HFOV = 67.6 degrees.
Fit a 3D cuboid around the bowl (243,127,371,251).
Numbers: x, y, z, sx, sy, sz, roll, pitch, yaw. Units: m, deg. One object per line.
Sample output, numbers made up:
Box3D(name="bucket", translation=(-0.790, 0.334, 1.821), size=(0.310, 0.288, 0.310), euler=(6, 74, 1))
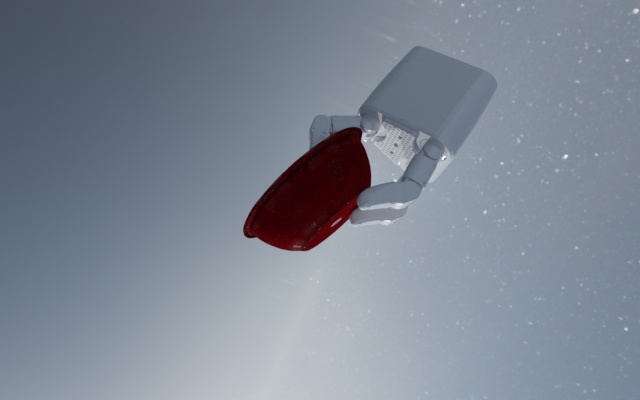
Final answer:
Box3D(name="bowl", translation=(-0.001, 0.003, 0.488), size=(0.162, 0.055, 0.162), euler=(-40, -11, -10))
